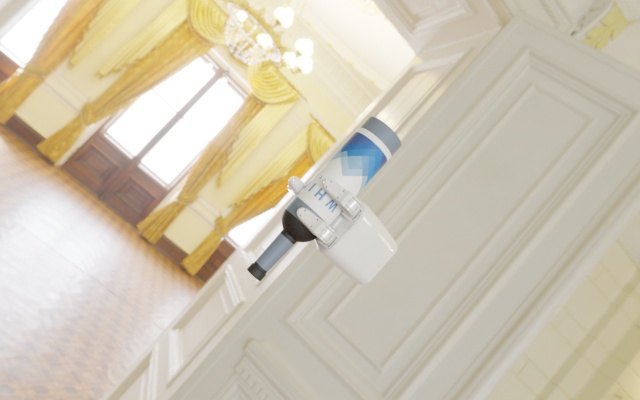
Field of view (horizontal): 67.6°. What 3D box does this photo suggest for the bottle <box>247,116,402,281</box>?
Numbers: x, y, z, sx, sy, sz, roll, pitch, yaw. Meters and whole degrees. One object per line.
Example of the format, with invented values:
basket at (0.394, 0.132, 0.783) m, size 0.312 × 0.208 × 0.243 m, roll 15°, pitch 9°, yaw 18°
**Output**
bottle at (0.000, 0.002, 0.718) m, size 0.069 × 0.295 × 0.069 m, roll 42°, pitch -5°, yaw 5°
